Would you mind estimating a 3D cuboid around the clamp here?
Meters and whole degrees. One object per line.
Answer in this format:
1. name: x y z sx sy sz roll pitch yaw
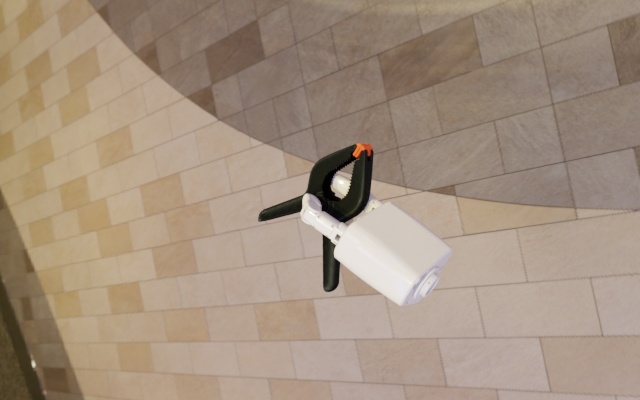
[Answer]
1. clamp: 0.000 0.002 0.671 0.164 0.210 0.036 36 24 23
